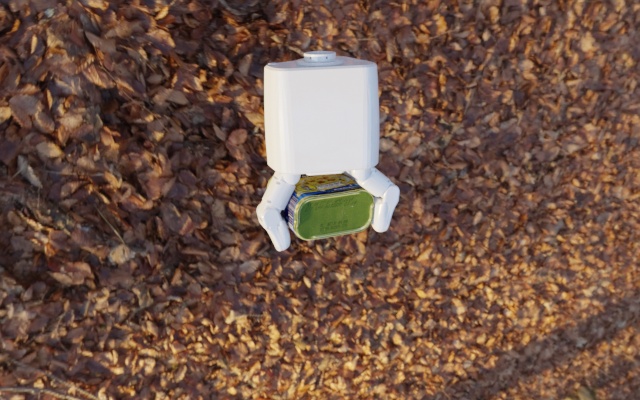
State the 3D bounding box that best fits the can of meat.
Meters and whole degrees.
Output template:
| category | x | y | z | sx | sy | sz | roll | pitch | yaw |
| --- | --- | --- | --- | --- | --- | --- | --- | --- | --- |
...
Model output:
| category | x | y | z | sx | sy | sz | roll | pitch | yaw |
| --- | --- | --- | --- | --- | --- | --- | --- | --- | --- |
| can of meat | 0.000 | 0.002 | 0.553 | 0.102 | 0.057 | 0.084 | -9 | 24 | -24 |
